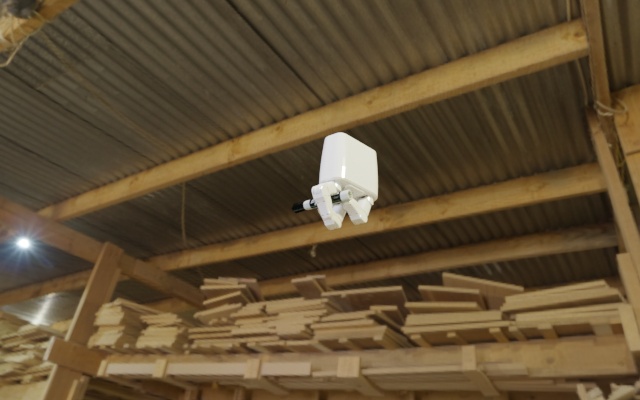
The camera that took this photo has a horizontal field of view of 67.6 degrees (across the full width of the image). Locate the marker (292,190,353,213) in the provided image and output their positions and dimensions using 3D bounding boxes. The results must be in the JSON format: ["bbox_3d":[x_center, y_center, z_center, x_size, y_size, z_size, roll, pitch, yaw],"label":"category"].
[{"bbox_3d":[0.000,0.003,0.848,0.121,0.020,0.020,-14,-7,30],"label":"marker"}]
